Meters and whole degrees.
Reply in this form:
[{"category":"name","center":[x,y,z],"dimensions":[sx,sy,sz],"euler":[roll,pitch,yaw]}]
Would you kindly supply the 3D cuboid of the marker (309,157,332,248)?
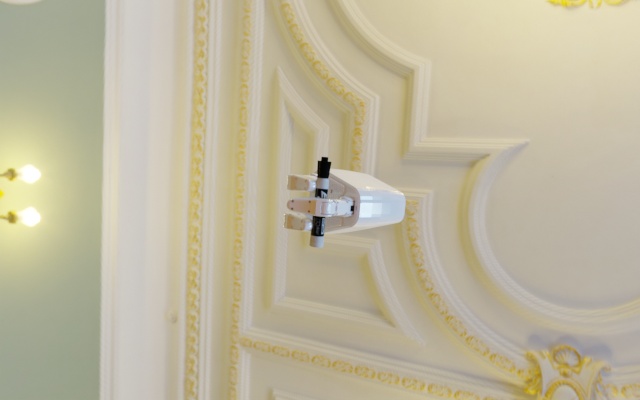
[{"category":"marker","center":[0.000,0.002,0.638],"dimensions":[0.020,0.121,0.020],"euler":[6,5,-1]}]
